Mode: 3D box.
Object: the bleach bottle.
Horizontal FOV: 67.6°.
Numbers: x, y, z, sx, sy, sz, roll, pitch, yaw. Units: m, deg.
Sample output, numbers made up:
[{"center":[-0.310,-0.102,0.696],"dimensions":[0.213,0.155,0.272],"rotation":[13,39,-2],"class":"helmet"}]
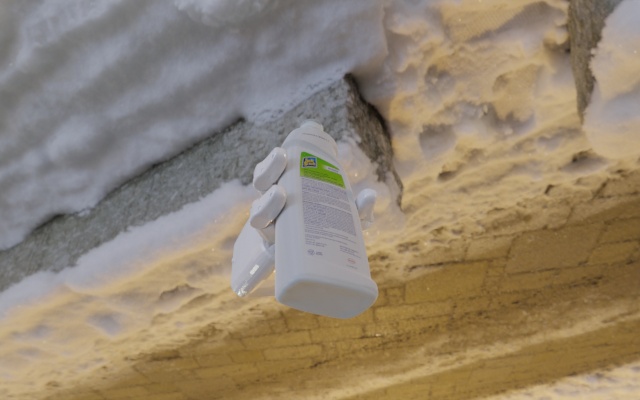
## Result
[{"center":[0.000,0.002,0.544],"dimensions":[0.102,0.250,0.068],"rotation":[19,-45,-23],"class":"bleach bottle"}]
